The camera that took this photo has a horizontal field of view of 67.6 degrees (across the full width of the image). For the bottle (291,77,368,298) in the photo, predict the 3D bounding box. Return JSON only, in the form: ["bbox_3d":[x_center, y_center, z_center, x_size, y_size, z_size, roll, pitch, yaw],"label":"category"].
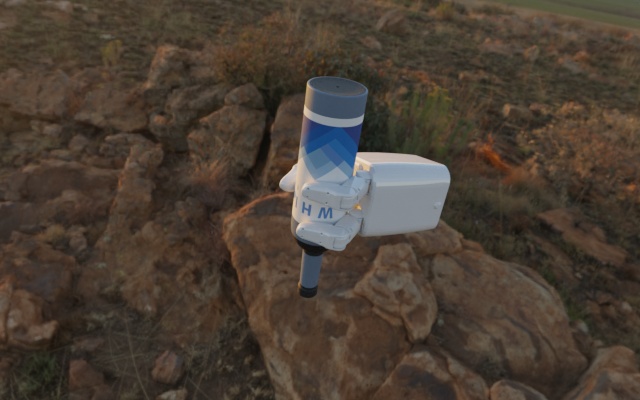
[{"bbox_3d":[0.000,0.002,0.589,0.069,0.296,0.069,6,31,-4],"label":"bottle"}]
